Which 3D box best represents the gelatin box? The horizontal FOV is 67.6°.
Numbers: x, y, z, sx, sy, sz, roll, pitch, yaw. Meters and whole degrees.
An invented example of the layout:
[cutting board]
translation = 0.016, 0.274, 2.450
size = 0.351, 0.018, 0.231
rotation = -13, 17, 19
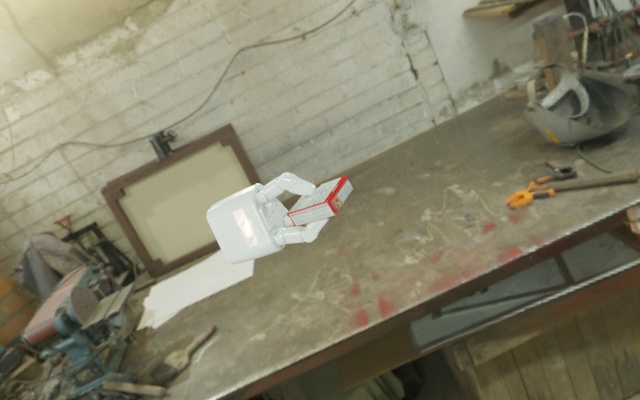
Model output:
[gelatin box]
translation = 0.000, 0.002, 0.752
size = 0.089, 0.030, 0.073
rotation = -19, 23, 39
